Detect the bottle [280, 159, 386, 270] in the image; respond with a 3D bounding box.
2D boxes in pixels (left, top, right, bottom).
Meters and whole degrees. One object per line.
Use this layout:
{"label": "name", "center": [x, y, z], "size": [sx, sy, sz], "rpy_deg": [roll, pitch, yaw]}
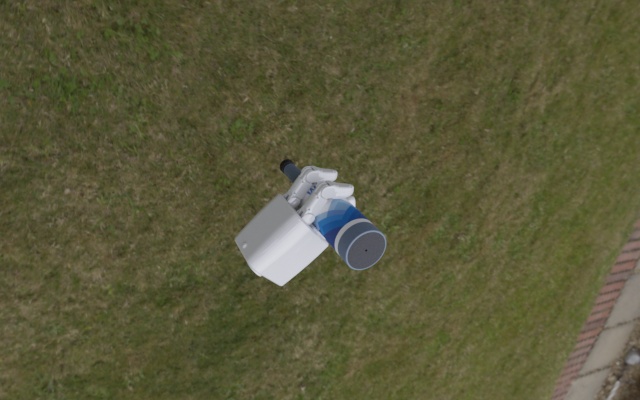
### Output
{"label": "bottle", "center": [0.000, 0.003, 0.782], "size": [0.069, 0.069, 0.295], "rpy_deg": [0, 28, -30]}
